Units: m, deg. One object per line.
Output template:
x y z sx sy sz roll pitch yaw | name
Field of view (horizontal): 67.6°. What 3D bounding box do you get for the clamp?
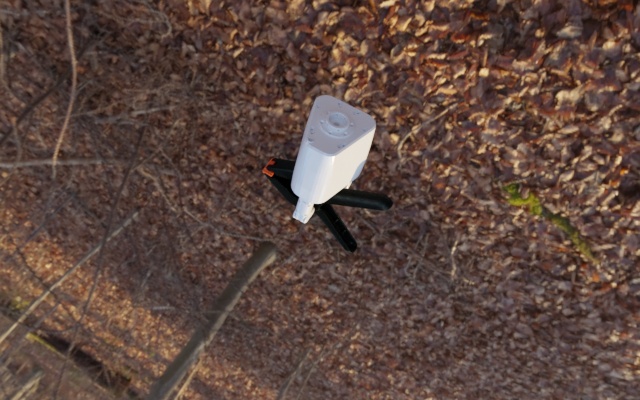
-0.001 0.003 0.783 0.210 0.036 0.165 28 -38 7 | clamp
